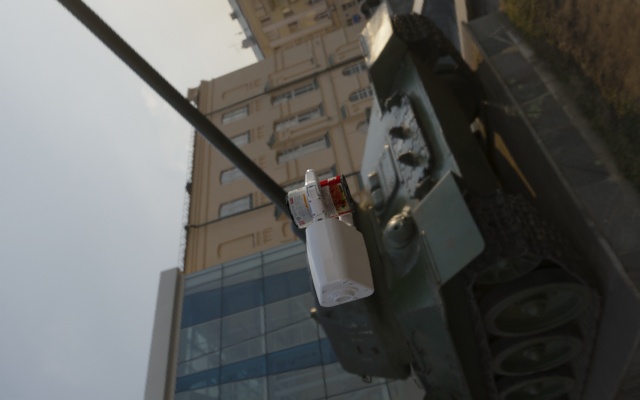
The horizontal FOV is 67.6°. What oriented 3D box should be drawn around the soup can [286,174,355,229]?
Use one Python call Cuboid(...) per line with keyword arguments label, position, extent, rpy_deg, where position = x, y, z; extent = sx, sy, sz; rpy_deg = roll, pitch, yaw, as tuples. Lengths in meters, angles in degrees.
Cuboid(label="soup can", position=(0.000, 0.002, 0.815), extent=(0.102, 0.068, 0.068), rpy_deg=(-18, -3, 9))
